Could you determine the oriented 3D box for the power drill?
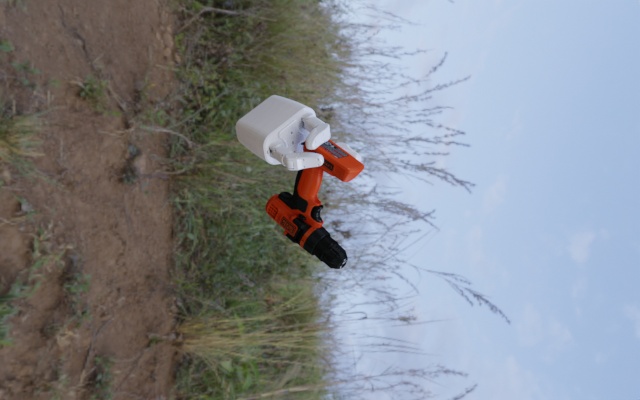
[{"bbox_3d":[0.000,0.002,0.808,0.184,0.188,0.057,38,31,21],"label":"power drill"}]
